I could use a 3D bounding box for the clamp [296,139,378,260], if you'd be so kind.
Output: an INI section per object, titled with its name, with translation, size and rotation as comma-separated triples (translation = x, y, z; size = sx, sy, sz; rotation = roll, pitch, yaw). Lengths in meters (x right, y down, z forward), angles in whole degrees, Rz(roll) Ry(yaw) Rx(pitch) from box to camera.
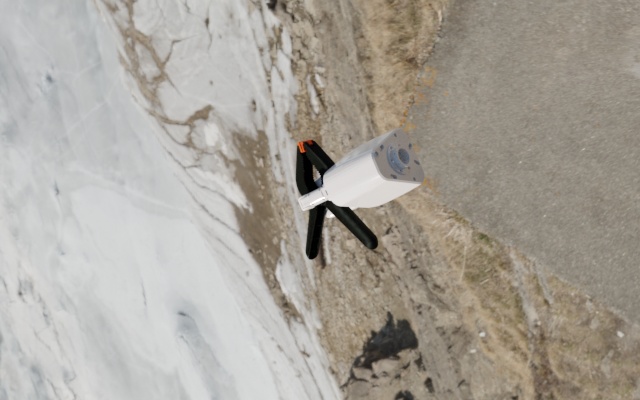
[clamp]
translation = 0.000, 0.002, 0.811
size = 0.036, 0.210, 0.164
rotation = -19, -5, -44
